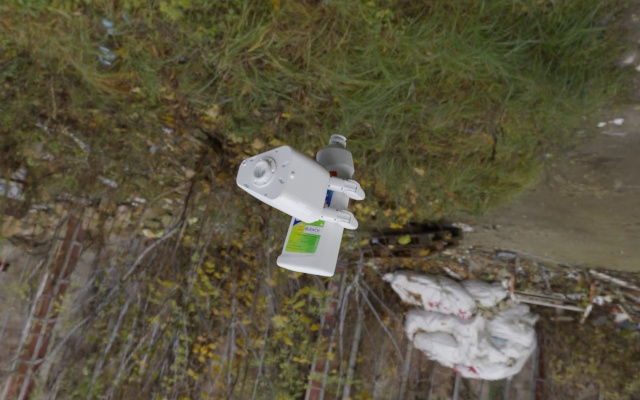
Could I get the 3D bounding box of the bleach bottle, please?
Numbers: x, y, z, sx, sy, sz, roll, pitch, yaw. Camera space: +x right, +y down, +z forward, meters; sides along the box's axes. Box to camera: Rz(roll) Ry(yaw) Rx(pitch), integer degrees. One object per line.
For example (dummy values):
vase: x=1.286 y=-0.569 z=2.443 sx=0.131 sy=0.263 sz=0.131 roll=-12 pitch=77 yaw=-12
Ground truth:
bleach bottle: x=0.000 y=0.003 z=0.853 sx=0.102 sy=0.250 sz=0.068 roll=3 pitch=-16 yaw=33
